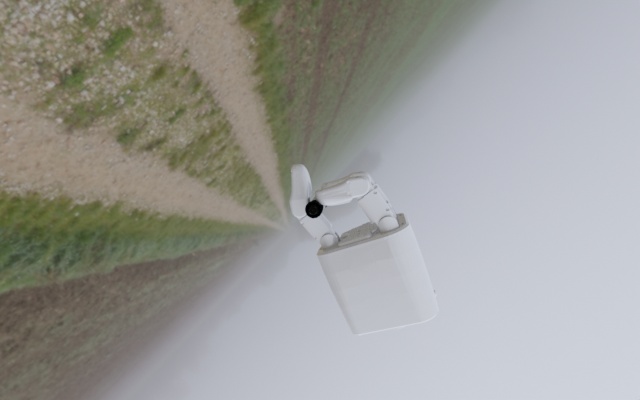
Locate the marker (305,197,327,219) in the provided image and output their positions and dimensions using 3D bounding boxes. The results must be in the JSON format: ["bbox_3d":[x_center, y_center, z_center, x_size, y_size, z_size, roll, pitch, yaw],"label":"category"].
[{"bbox_3d":[0.000,0.002,0.560,0.020,0.020,0.121,0,9,8],"label":"marker"}]
